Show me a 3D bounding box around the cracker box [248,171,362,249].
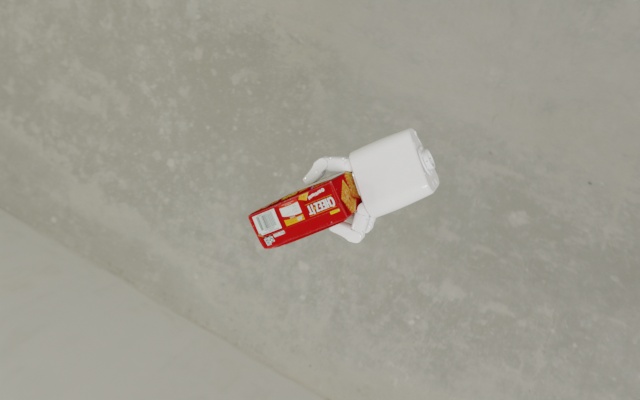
[{"bbox_3d":[0.000,0.003,0.835,0.164,0.072,0.213,-22,4,25],"label":"cracker box"}]
